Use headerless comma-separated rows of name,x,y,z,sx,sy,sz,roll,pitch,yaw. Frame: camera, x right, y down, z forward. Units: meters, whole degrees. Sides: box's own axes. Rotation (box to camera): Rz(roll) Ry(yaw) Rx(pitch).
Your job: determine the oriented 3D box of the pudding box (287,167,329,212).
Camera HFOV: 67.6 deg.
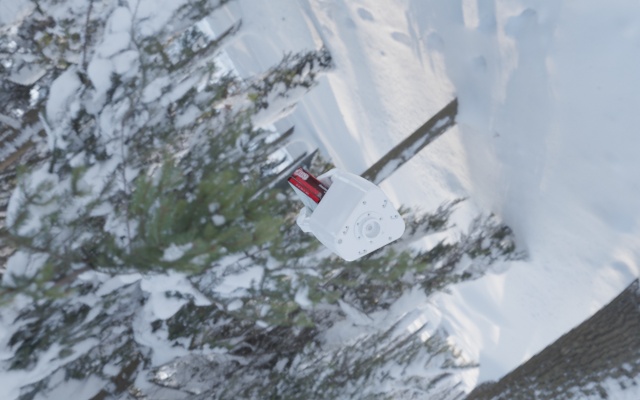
pudding box,0.000,0.003,0.823,0.090,0.039,0.114,39,-13,38
